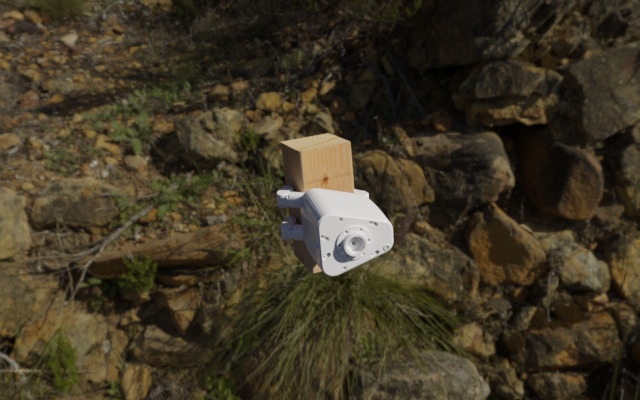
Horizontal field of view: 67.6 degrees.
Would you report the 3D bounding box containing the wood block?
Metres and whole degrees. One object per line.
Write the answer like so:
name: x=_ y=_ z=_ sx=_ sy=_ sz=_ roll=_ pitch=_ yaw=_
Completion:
wood block: x=0.001 y=0.003 z=0.797 sx=0.091 sy=0.206 sz=0.090 roll=-13 pitch=21 yaw=-21
